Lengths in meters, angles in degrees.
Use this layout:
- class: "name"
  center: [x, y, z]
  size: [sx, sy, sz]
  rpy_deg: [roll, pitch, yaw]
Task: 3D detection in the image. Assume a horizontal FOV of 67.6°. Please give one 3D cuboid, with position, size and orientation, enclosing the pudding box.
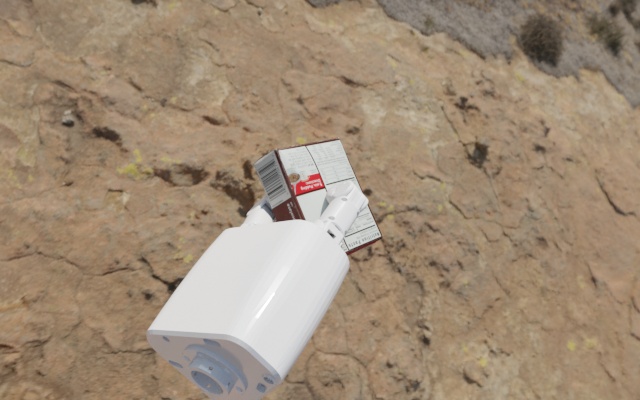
- class: "pudding box"
  center: [0.000, 0.001, 0.450]
  size: [0.090, 0.113, 0.039]
  rpy_deg: [-16, -7, -45]
